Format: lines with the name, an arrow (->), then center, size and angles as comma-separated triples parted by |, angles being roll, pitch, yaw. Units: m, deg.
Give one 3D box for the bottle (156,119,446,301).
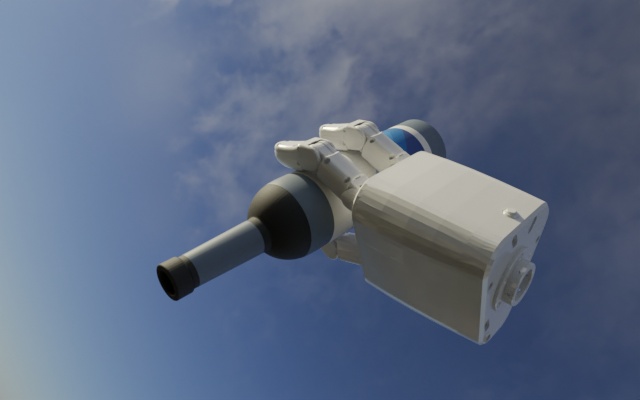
bottle -> 0.000, 0.001, 0.408 | 0.295, 0.069, 0.069 | -28, 18, -38
